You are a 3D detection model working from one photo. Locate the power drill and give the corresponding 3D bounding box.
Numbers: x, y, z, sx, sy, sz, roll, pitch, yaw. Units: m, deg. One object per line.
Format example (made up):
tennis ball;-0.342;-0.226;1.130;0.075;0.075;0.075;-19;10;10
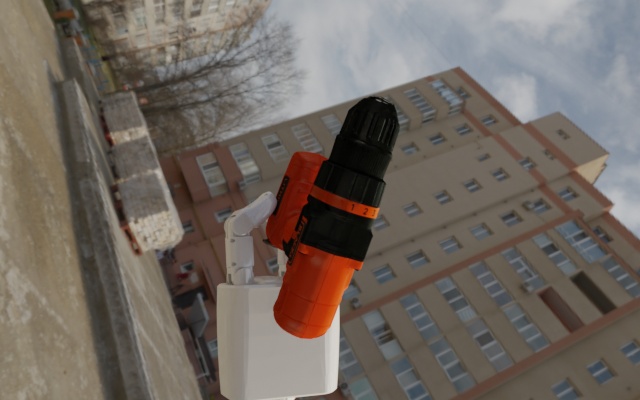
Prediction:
power drill;0.000;0.002;0.416;0.057;0.184;0.187;20;6;-11
